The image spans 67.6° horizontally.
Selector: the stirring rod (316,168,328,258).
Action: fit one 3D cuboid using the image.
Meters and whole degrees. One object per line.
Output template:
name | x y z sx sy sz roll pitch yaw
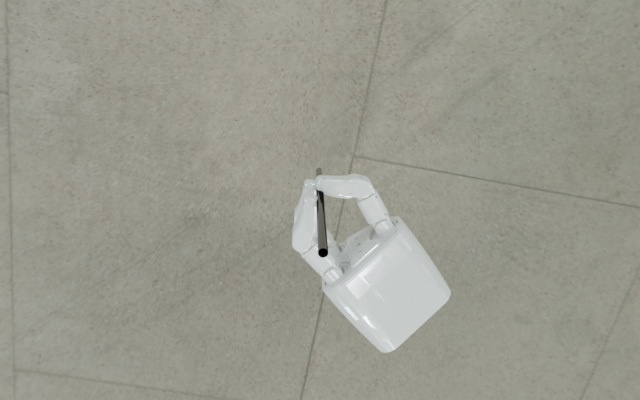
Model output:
stirring rod | 0.000 0.002 0.477 0.011 0.011 0.239 0 19 -1
